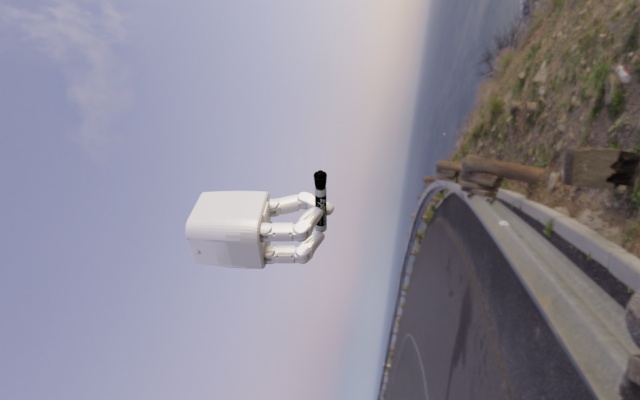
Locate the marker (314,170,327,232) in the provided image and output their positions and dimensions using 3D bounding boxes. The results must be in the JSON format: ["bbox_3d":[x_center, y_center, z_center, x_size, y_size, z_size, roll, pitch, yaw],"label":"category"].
[{"bbox_3d":[0.000,0.002,0.702,0.020,0.020,0.121,0,-43,1],"label":"marker"}]
